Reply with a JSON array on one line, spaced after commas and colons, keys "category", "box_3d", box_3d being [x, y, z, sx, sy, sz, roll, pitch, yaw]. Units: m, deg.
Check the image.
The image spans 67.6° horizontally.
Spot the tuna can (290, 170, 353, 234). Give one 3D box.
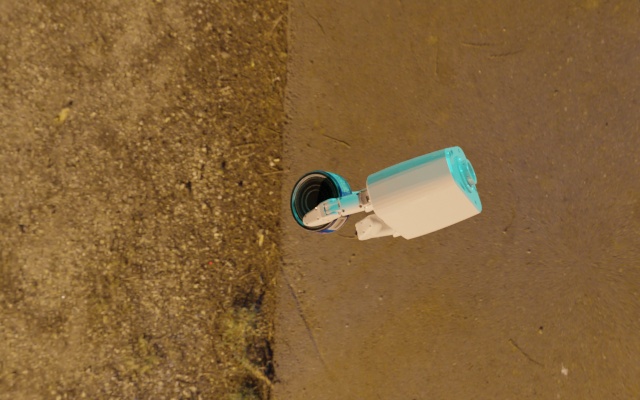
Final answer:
[{"category": "tuna can", "box_3d": [0.000, 0.002, 0.655, 0.086, 0.086, 0.034, 0, -5, 34]}]
